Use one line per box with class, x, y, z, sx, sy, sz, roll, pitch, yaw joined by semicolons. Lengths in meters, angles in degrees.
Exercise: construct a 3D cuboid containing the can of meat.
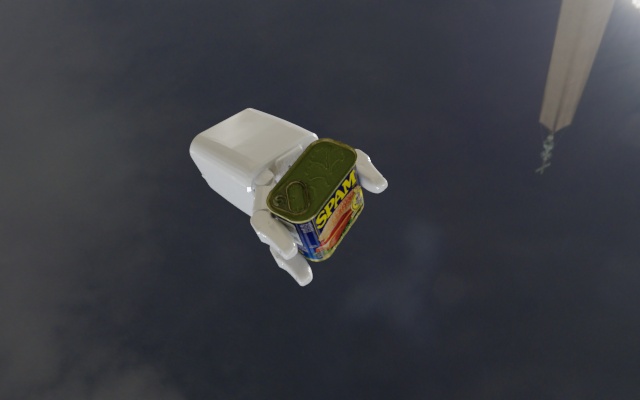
can of meat;0.000;0.002;0.496;0.057;0.102;0.084;24;-27;28
